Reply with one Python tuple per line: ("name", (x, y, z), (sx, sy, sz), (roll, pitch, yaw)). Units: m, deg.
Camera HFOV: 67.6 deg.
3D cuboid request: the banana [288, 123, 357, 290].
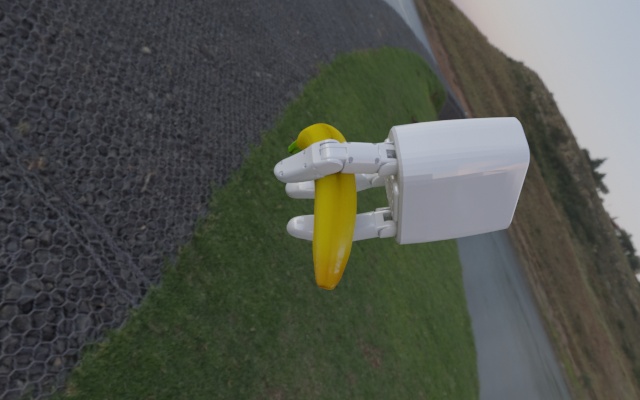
("banana", (0.006, -0.015, 0.427), (0.037, 0.070, 0.197), (10, 38, -18))
